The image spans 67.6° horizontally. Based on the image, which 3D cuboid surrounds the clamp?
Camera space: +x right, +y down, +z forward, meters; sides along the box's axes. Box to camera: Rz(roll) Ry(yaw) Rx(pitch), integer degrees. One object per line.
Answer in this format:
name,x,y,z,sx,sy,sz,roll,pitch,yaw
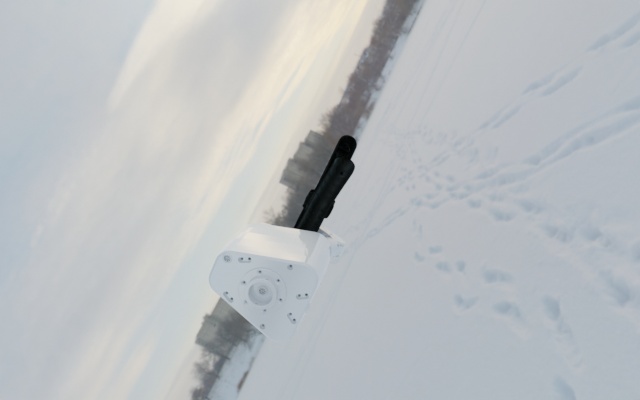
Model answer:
clamp,-0.001,0.002,0.591,0.039,0.171,0.120,26,13,1
